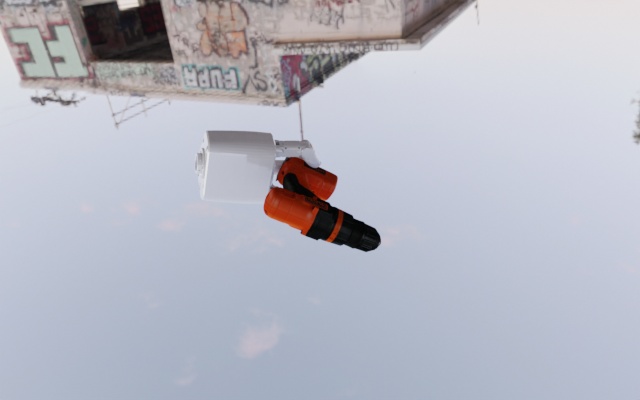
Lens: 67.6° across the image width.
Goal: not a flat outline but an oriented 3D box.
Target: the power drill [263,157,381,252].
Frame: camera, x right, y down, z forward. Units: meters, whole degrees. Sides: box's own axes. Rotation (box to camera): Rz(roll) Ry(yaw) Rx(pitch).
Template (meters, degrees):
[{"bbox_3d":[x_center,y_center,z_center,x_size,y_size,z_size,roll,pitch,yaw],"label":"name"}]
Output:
[{"bbox_3d":[0.000,0.002,0.758,0.184,0.057,0.187,24,19,-15],"label":"power drill"}]
